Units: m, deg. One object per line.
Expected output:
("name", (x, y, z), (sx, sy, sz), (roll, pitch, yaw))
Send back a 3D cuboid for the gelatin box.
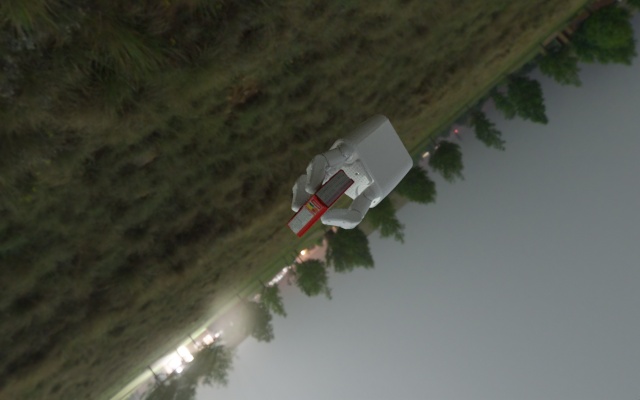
("gelatin box", (0.000, 0.003, 0.661), (0.073, 0.030, 0.089), (-46, 0, 39))
